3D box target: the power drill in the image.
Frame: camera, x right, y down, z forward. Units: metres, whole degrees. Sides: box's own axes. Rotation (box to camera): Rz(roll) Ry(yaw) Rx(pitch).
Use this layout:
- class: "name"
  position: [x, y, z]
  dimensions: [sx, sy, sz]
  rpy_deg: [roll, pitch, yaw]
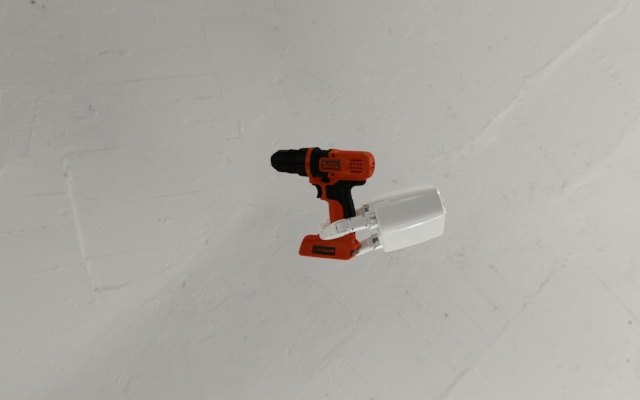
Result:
- class: "power drill"
  position: [0.000, 0.003, 0.817]
  dimensions: [0.184, 0.188, 0.057]
  rpy_deg: [4, 13, 22]
